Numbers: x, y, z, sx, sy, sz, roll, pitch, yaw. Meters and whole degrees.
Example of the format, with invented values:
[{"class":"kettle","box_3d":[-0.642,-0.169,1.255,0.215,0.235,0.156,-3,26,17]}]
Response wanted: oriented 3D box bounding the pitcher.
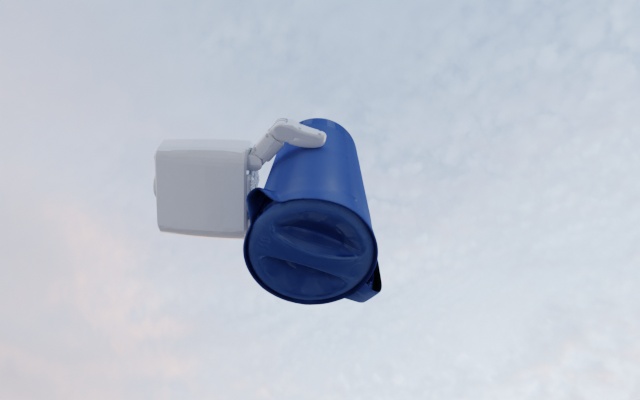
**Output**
[{"class":"pitcher","box_3d":[0.000,0.002,0.569,0.145,0.149,0.242,2,32,1]}]
